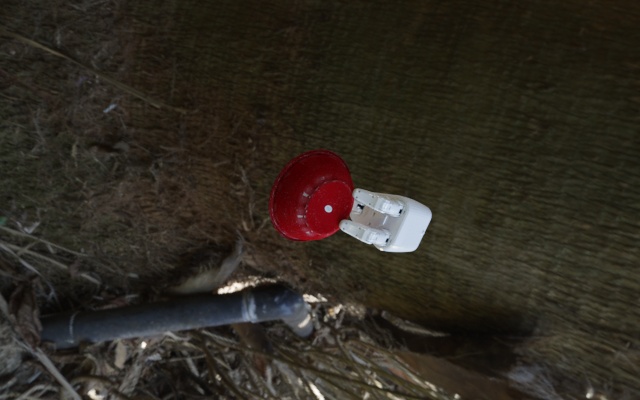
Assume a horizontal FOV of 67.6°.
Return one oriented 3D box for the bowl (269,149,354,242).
[{"bbox_3d":[-0.001,0.003,0.764,0.162,0.162,0.055,0,20,-35],"label":"bowl"}]
